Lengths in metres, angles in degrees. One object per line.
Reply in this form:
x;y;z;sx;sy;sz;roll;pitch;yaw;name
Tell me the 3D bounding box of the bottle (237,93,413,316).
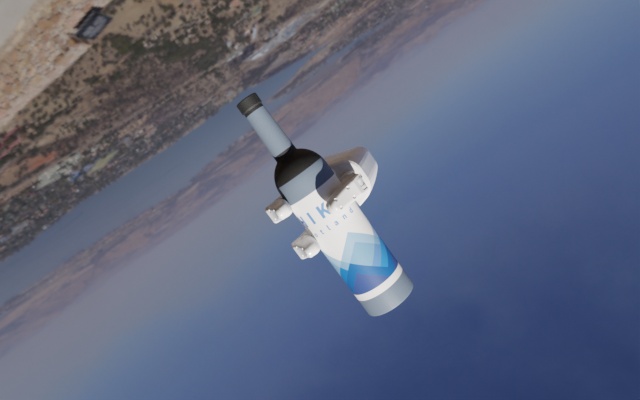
0.000;0.002;0.567;0.069;0.296;0.069;-35;7;5;bottle
